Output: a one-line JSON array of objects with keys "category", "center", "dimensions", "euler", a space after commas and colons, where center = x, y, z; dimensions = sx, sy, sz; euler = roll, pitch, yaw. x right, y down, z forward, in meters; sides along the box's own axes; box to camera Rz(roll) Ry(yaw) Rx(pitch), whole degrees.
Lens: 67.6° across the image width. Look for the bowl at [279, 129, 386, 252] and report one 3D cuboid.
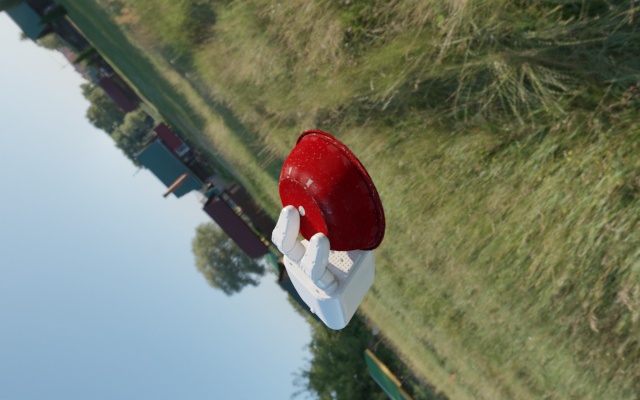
[{"category": "bowl", "center": [0.000, 0.001, 0.555], "dimensions": [0.055, 0.162, 0.162], "euler": [-31, 15, -26]}]
